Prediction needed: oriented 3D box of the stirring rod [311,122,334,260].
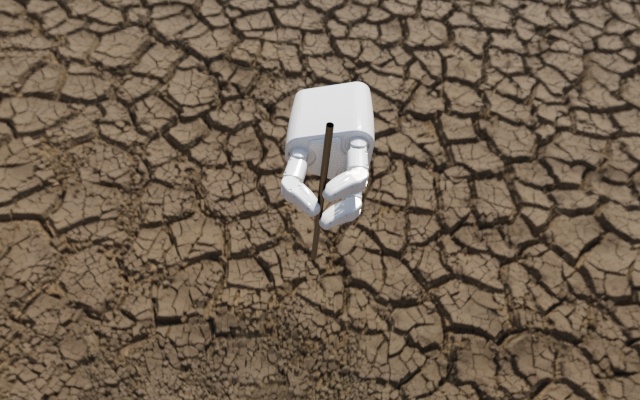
[{"bbox_3d":[0.000,0.002,0.556,0.011,0.011,0.240,0,-39,-6],"label":"stirring rod"}]
